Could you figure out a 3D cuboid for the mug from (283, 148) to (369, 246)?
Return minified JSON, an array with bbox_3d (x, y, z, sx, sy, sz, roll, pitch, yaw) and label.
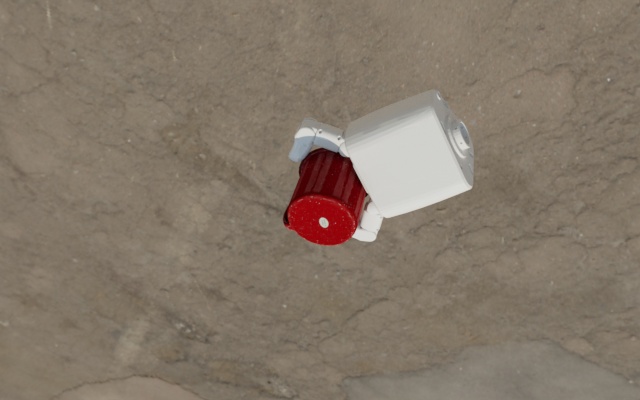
[{"bbox_3d":[-0.001,0.002,0.566,0.117,0.093,0.081,-22,32,33],"label":"mug"}]
